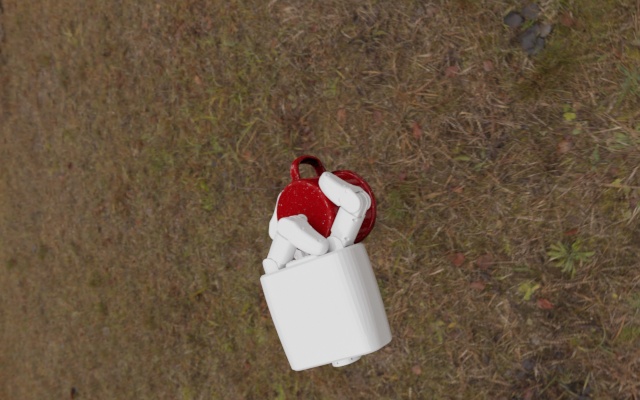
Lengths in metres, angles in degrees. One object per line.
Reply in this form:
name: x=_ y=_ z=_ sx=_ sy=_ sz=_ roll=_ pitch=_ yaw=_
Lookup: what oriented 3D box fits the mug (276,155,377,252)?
mug: x=0.000 y=0.000 z=0.549 sx=0.093 sy=0.117 sz=0.081 roll=-26 pitch=-10 yaw=37
